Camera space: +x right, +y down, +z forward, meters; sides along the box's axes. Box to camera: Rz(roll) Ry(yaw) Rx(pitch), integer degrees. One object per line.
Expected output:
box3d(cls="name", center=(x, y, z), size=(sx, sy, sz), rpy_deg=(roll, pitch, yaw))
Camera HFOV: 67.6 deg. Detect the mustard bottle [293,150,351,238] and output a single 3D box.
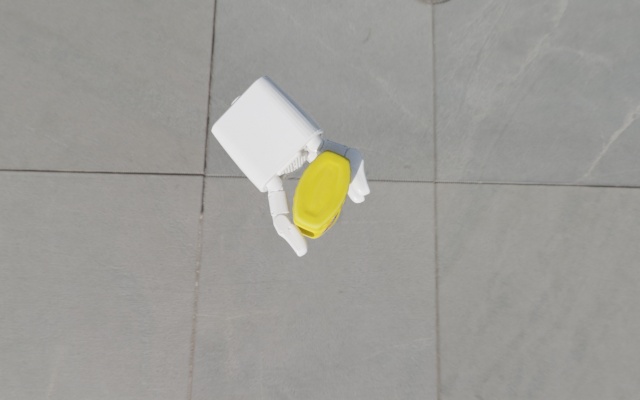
box3d(cls="mustard bottle", center=(0.000, 0.002, 0.638), size=(0.058, 0.096, 0.192), rpy_deg=(23, -9, 3))
